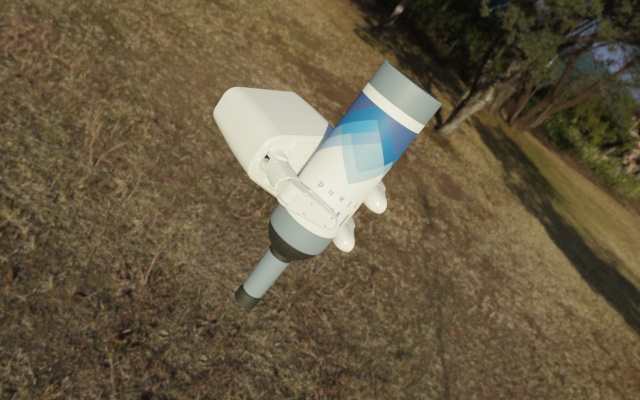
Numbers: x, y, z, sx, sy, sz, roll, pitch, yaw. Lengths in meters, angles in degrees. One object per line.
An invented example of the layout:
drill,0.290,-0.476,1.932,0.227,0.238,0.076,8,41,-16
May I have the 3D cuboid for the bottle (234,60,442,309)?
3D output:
bottle,0.000,0.001,0.484,0.069,0.296,0.069,33,20,-14
